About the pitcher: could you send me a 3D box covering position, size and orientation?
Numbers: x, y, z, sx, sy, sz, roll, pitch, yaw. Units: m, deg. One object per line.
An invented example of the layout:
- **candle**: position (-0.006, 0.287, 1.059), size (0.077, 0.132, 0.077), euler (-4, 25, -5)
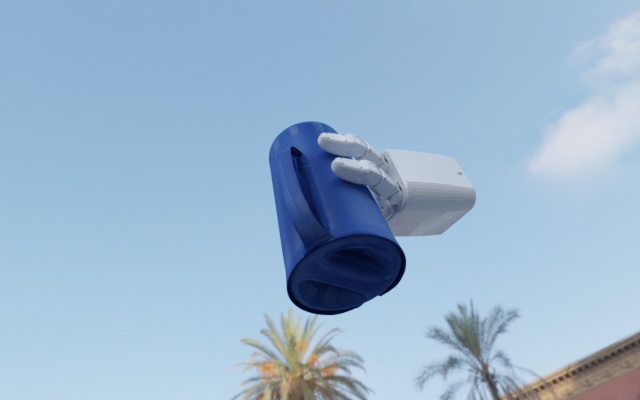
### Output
- **pitcher**: position (0.000, 0.002, 0.587), size (0.145, 0.149, 0.242), euler (3, 41, -20)
